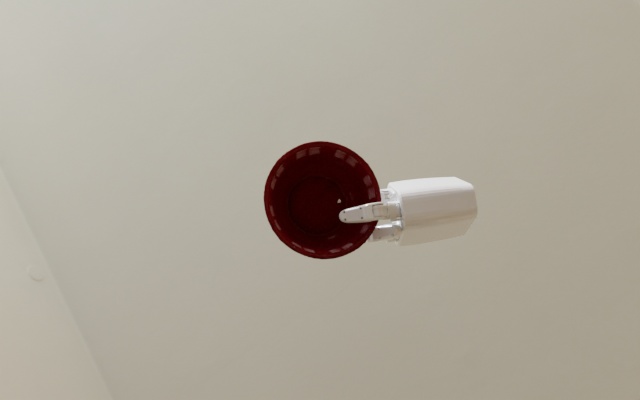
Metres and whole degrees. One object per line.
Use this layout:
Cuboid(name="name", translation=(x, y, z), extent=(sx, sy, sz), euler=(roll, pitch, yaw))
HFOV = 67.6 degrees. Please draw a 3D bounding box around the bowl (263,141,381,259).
Cuboid(name="bowl", translation=(-0.001, 0.002, 0.667), extent=(0.162, 0.162, 0.055), euler=(0, -9, -10))
